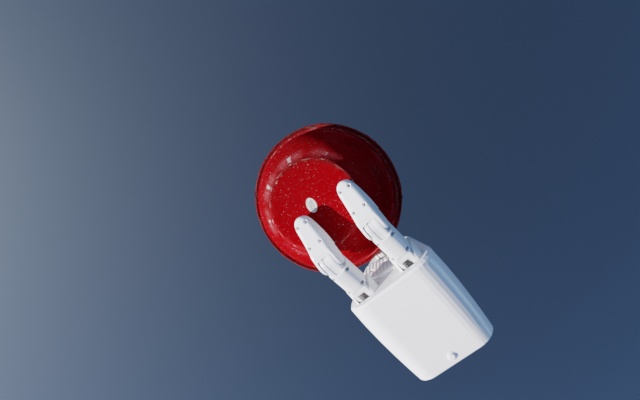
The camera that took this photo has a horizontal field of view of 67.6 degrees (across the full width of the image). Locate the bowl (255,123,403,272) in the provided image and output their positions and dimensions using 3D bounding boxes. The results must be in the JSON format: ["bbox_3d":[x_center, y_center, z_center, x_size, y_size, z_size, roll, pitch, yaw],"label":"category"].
[{"bbox_3d":[-0.001,0.001,0.488,0.162,0.162,0.055,0,7,14],"label":"bowl"}]
